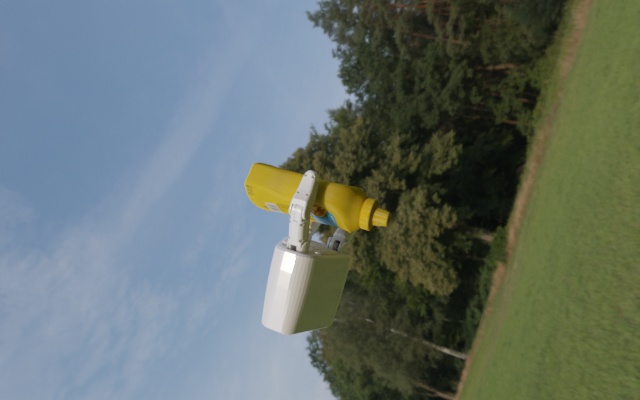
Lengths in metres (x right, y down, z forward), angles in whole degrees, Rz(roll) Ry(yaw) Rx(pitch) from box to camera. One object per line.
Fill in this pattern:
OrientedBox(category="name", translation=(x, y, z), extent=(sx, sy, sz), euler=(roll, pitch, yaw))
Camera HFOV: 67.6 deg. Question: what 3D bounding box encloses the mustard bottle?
OrientedBox(category="mustard bottle", translation=(0.000, 0.002, 0.636), extent=(0.191, 0.058, 0.096), euler=(15, -18, 21))
